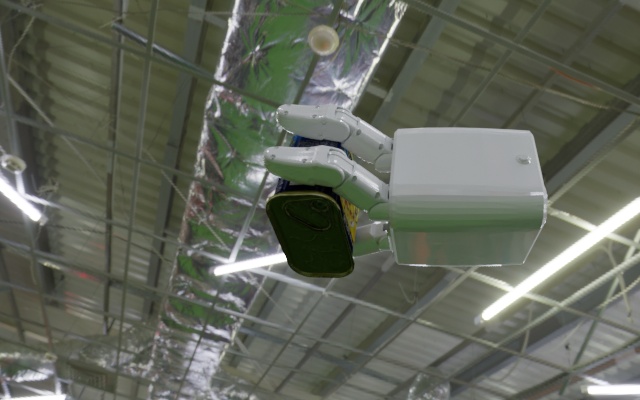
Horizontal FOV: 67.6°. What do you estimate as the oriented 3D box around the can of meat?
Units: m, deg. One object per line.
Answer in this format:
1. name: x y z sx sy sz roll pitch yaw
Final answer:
1. can of meat: 0.000 0.001 0.402 0.057 0.084 0.102 -2 -44 16
